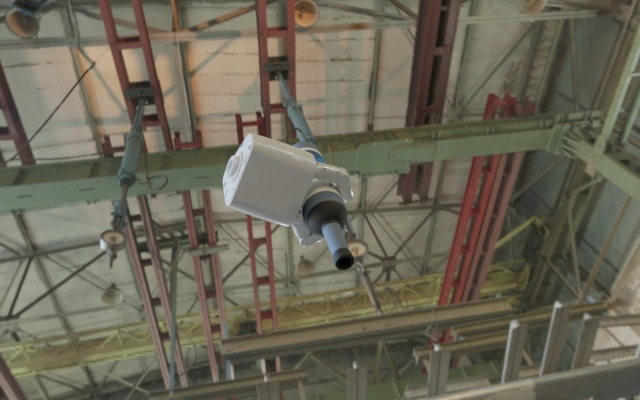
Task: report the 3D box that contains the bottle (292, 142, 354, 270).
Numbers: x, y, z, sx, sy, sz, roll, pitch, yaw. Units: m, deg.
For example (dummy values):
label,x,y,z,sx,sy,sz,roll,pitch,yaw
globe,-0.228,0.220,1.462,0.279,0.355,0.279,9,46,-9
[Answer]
label,x,y,z,sx,sy,sz,roll,pitch,yaw
bottle,0.000,0.002,0.762,0.069,0.069,0.295,0,34,-16
